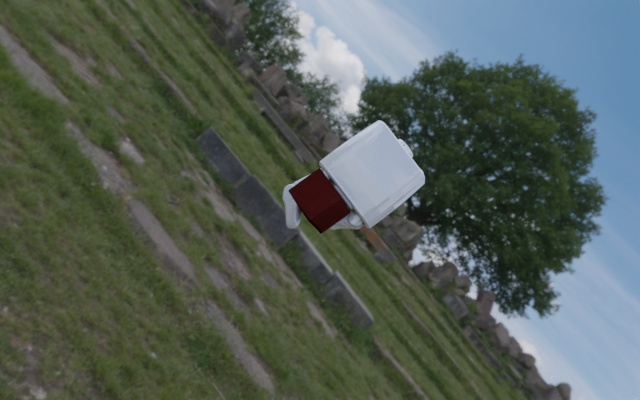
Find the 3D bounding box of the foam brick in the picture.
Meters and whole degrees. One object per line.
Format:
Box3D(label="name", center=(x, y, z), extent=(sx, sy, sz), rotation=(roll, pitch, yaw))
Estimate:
Box3D(label="foam brick", center=(0.000, 0.002, 0.627), extent=(0.051, 0.053, 0.078), rotation=(-35, -18, 1))
